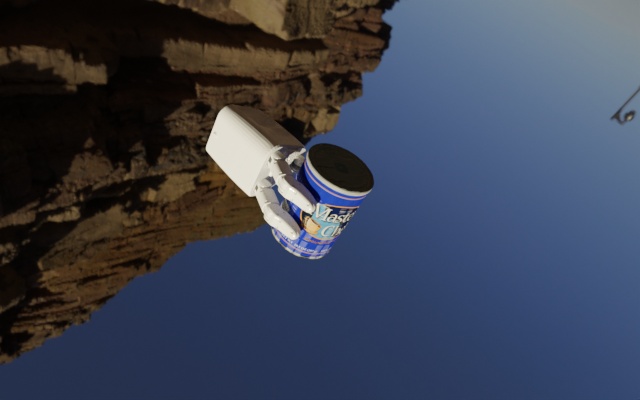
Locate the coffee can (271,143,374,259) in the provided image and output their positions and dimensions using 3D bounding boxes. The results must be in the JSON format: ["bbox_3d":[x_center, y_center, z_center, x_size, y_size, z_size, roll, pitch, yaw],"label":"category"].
[{"bbox_3d":[0.000,0.002,0.700,0.103,0.102,0.140,0,-44,-36],"label":"coffee can"}]
